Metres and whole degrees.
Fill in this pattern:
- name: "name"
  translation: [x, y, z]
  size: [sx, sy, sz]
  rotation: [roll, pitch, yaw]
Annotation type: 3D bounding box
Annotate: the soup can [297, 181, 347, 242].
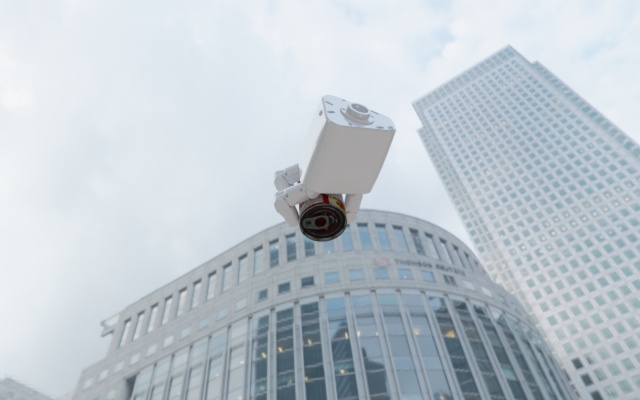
- name: "soup can"
  translation: [0.000, 0.003, 0.708]
  size: [0.068, 0.069, 0.102]
  rotation: [0, 37, -6]
